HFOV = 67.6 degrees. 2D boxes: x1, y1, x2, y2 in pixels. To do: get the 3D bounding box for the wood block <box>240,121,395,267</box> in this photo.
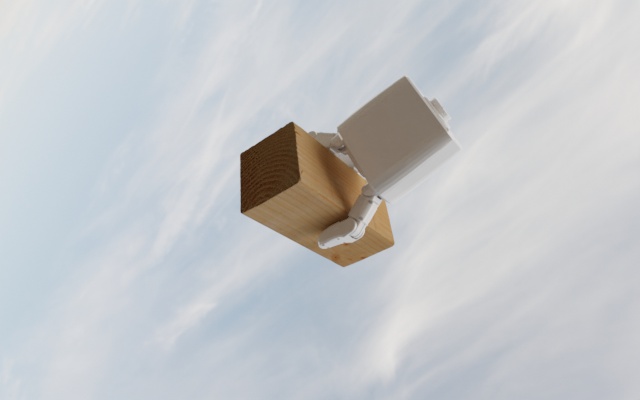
[{"bbox_3d":[0.001,0.002,0.614,0.090,0.090,0.206,-27,-39,27],"label":"wood block"}]
